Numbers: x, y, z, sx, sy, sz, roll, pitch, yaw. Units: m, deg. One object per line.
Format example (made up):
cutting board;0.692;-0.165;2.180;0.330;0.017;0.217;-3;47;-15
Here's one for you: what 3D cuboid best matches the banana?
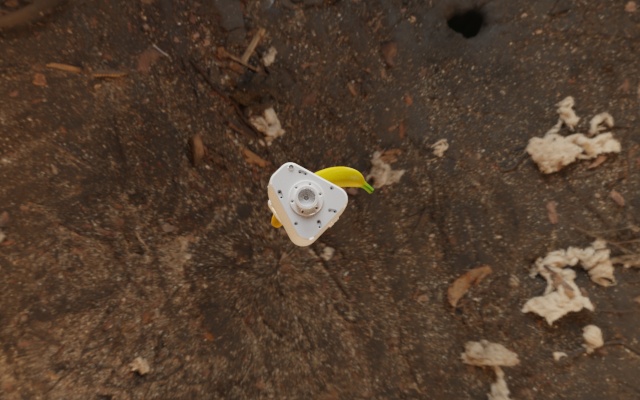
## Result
banana;-0.003;-0.016;0.856;0.198;0.069;0.037;-20;-6;-8
